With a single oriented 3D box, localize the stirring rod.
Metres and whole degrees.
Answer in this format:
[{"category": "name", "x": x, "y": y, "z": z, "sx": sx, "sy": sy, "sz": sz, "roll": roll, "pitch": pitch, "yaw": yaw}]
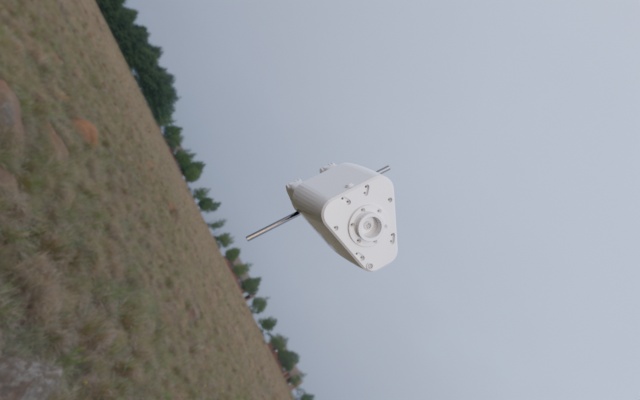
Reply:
[{"category": "stirring rod", "x": 0.000, "y": 0.002, "z": 0.704, "sx": 0.239, "sy": 0.011, "sz": 0.011, "roll": -27, "pitch": 6, "yaw": -13}]
